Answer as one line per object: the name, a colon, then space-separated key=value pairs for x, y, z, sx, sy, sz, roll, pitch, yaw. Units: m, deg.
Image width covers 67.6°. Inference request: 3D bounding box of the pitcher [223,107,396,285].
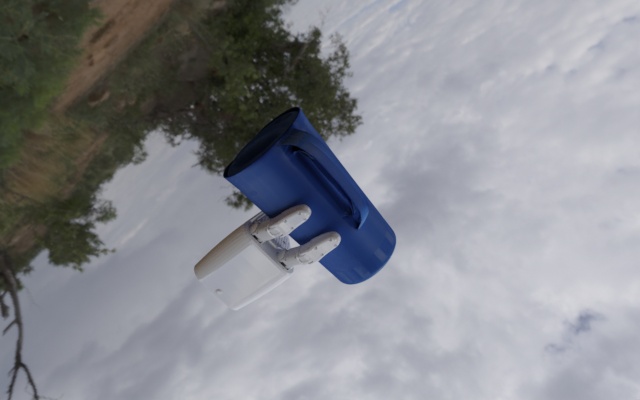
pitcher: x=0.000 y=0.002 z=0.648 sx=0.145 sy=0.243 sz=0.149 roll=-36 pitch=22 yaw=18
